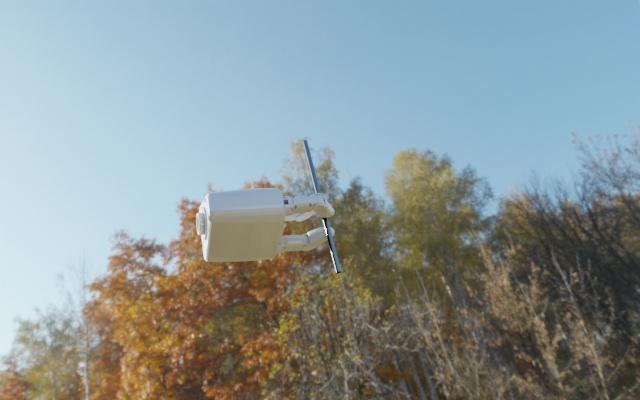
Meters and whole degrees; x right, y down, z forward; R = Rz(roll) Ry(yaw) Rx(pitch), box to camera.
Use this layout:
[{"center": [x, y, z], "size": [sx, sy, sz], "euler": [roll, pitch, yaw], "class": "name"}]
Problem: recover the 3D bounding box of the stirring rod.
[{"center": [0.000, 0.003, 0.756], "size": [0.011, 0.239, 0.011], "euler": [-11, -28, -6], "class": "stirring rod"}]
